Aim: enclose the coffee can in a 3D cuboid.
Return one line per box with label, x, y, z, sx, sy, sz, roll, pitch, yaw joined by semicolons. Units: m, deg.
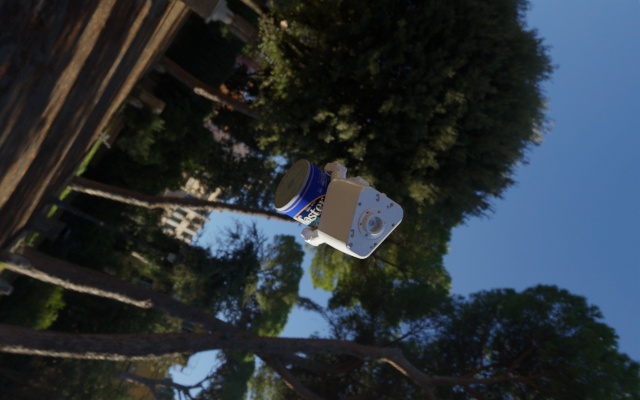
coffee can;0.000;0.003;0.878;0.140;0.102;0.103;31;-14;-24
